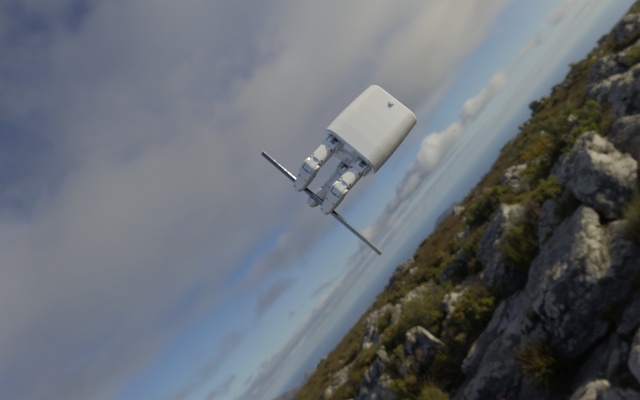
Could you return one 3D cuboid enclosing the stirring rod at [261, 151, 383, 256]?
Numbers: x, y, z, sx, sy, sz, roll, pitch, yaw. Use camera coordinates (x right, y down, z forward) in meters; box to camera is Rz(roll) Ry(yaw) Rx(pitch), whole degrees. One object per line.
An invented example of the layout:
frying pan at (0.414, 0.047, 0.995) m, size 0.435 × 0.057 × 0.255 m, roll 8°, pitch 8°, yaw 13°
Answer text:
stirring rod at (0.000, 0.002, 0.727) m, size 0.239 × 0.011 × 0.011 m, roll 40°, pitch 8°, yaw 9°
